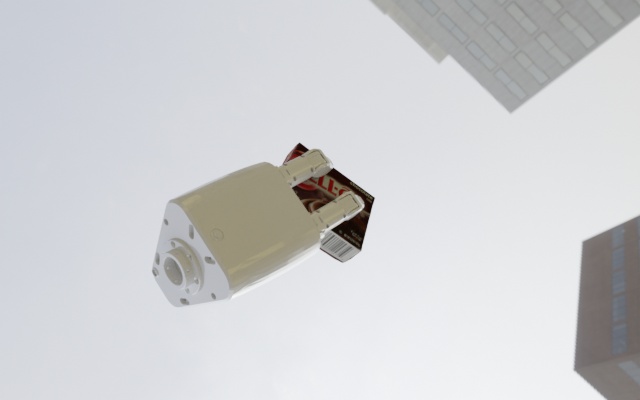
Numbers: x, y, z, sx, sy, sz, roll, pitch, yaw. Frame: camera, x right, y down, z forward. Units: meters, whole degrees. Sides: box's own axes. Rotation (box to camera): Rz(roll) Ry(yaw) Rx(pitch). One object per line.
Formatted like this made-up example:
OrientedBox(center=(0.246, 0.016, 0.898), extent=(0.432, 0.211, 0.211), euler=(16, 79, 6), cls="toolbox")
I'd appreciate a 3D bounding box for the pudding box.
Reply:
OrientedBox(center=(0.000, 0.002, 0.518), extent=(0.113, 0.090, 0.039), euler=(37, -49, -14), cls="pudding box")
